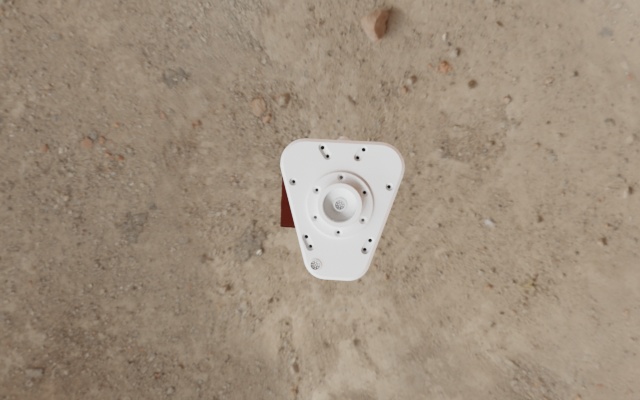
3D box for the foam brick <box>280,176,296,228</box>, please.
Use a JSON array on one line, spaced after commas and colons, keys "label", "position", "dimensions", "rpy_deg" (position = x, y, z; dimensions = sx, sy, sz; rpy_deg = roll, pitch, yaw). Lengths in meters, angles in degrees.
[{"label": "foam brick", "position": [0.000, 0.002, 0.482], "dimensions": [0.078, 0.053, 0.051], "rpy_deg": [3, 2, 3]}]
